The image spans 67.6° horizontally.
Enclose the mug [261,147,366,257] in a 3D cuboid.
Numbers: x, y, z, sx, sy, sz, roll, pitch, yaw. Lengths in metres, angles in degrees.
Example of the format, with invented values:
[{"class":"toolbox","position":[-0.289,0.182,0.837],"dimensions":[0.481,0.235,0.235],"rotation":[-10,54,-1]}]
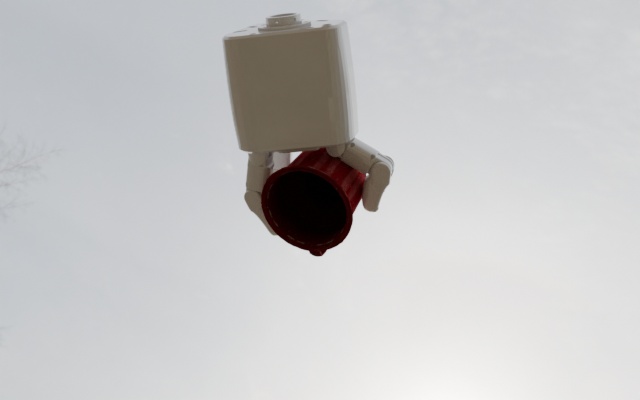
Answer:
[{"class":"mug","position":[0.000,0.003,0.490],"dimensions":[0.093,0.117,0.081],"rotation":[5,29,20]}]
